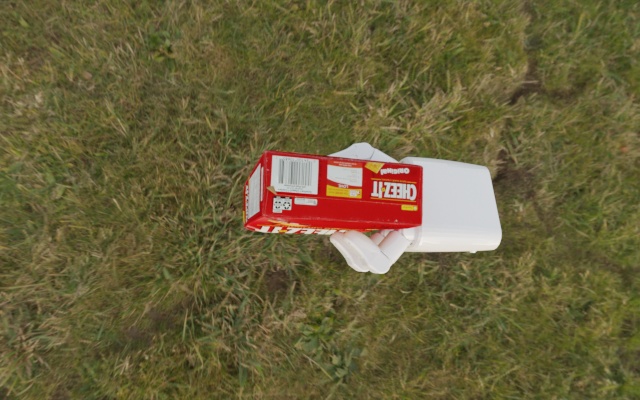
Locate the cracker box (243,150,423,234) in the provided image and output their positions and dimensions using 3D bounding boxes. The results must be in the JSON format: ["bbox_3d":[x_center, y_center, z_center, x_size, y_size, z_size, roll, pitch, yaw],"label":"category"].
[{"bbox_3d":[0.000,0.002,0.560,0.164,0.072,0.214,4,-7,-13],"label":"cracker box"}]
